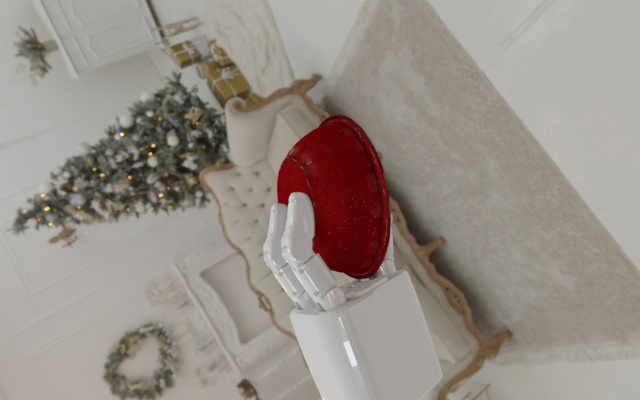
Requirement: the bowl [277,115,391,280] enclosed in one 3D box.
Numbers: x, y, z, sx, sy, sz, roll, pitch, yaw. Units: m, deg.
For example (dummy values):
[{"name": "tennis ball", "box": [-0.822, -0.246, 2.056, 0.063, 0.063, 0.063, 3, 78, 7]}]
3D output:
[{"name": "bowl", "box": [-0.001, 0.000, 0.456, 0.055, 0.162, 0.162, -10, 4, -24]}]
